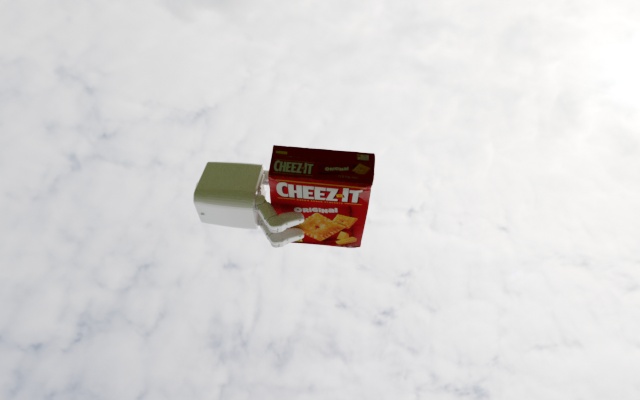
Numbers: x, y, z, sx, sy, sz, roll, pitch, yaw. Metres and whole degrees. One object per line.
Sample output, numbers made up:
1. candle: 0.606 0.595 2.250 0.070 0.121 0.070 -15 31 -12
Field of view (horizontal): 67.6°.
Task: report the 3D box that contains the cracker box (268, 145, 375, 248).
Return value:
1. cracker box: 0.000 0.003 0.821 0.164 0.072 0.214 4 -32 2
